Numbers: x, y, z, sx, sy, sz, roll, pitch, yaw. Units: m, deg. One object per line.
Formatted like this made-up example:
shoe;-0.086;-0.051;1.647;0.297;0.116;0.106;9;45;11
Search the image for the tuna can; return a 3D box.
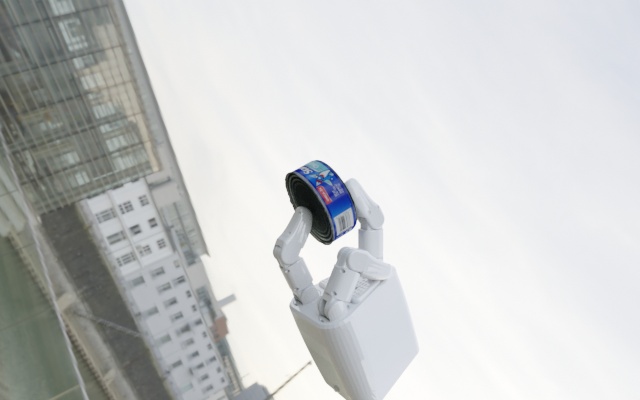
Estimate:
tuna can;0.001;0.001;0.496;0.033;0.086;0.086;-30;12;-21
